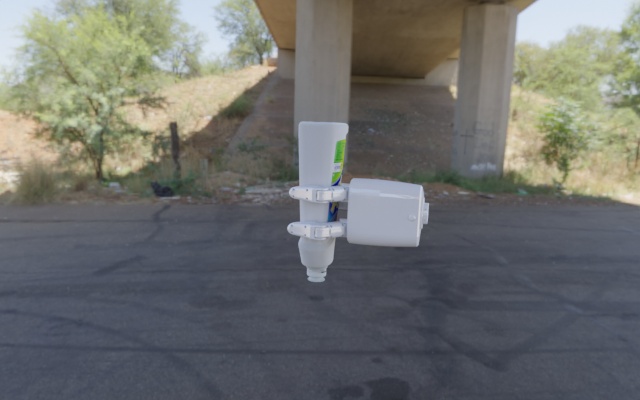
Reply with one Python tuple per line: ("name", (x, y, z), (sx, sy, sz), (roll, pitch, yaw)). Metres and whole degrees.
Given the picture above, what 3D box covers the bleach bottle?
("bleach bottle", (0.000, 0.002, 0.759), (0.068, 0.251, 0.102), (5, 10, 15))
